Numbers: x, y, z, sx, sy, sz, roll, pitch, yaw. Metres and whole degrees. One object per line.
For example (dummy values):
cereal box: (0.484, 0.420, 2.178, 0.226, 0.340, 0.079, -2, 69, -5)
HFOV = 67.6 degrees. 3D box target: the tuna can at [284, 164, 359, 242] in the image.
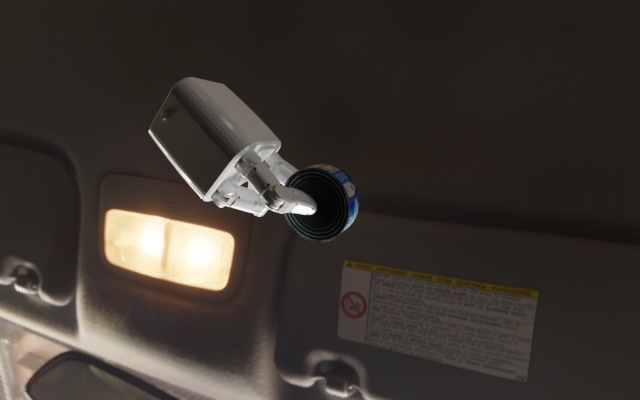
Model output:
tuna can: (0.000, 0.002, 0.546, 0.086, 0.086, 0.033, 0, 15, 28)
